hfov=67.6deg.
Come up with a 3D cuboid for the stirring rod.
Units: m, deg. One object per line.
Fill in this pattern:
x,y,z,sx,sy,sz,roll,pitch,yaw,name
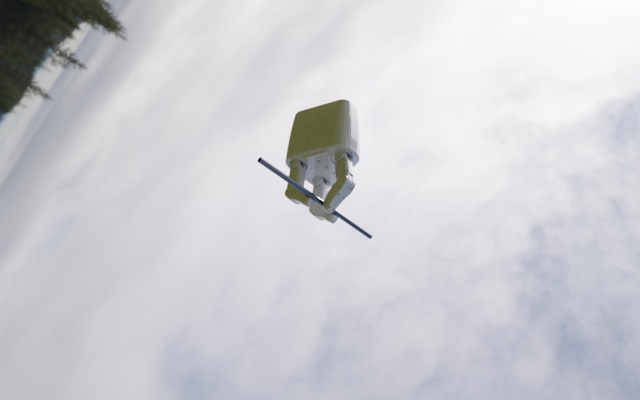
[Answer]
0.000,0.002,0.697,0.240,0.011,0.011,35,-22,-36,stirring rod
